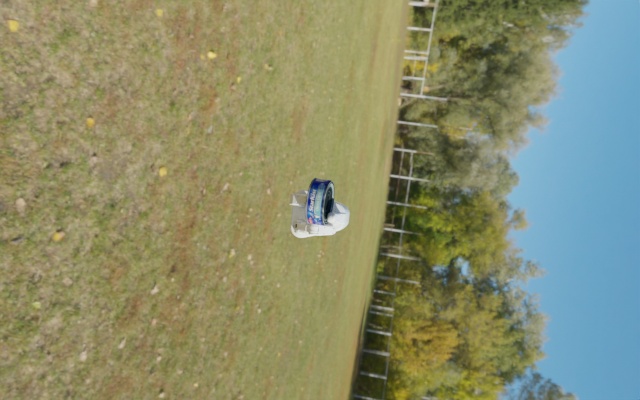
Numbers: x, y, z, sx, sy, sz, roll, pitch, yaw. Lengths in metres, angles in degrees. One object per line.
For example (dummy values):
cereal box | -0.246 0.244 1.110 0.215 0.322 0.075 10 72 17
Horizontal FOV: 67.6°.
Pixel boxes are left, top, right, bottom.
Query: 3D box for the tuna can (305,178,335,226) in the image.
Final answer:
tuna can | 0.001 0.003 0.880 0.034 0.086 0.086 9 2 14
